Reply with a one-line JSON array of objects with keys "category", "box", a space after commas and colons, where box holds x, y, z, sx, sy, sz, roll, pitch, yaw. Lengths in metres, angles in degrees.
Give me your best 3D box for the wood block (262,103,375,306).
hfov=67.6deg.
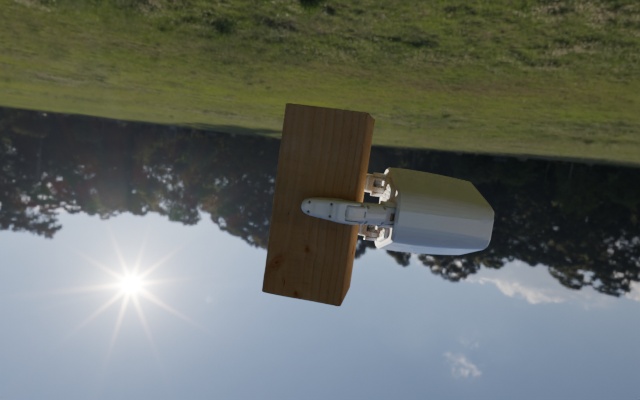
[{"category": "wood block", "box": [0.000, 0.002, 0.544, 0.090, 0.206, 0.091, 9, 6, 10]}]
